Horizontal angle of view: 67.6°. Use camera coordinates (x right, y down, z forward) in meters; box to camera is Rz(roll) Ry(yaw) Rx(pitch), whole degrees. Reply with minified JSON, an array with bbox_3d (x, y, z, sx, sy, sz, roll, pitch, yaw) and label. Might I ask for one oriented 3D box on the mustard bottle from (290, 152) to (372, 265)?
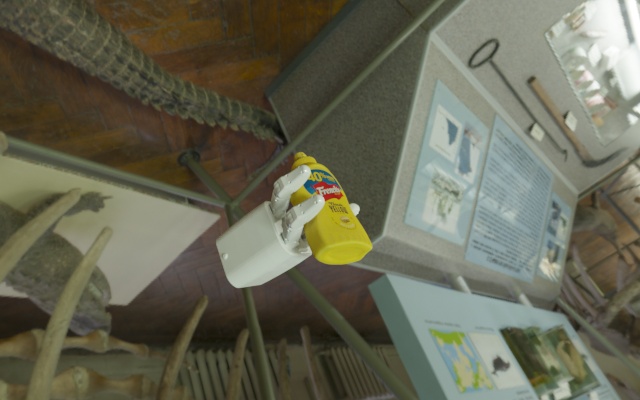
[{"bbox_3d":[0.000,0.002,0.712,0.096,0.191,0.058,6,-43,-40],"label":"mustard bottle"}]
